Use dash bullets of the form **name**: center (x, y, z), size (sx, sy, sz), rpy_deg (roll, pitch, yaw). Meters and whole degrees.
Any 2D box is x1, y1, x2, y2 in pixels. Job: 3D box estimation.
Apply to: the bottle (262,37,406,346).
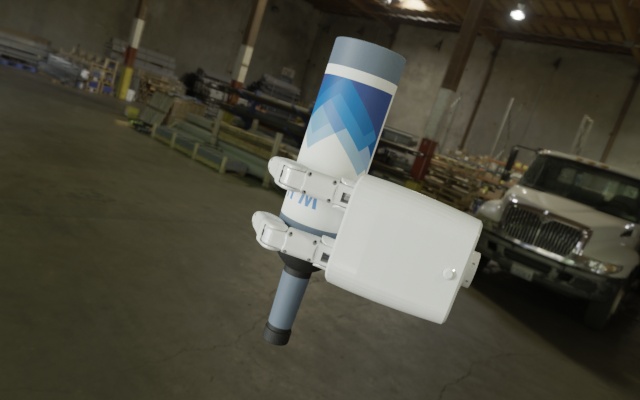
- **bottle**: center (0.000, 0.001, 0.455), size (0.069, 0.296, 0.069), rpy_deg (18, 10, -3)
